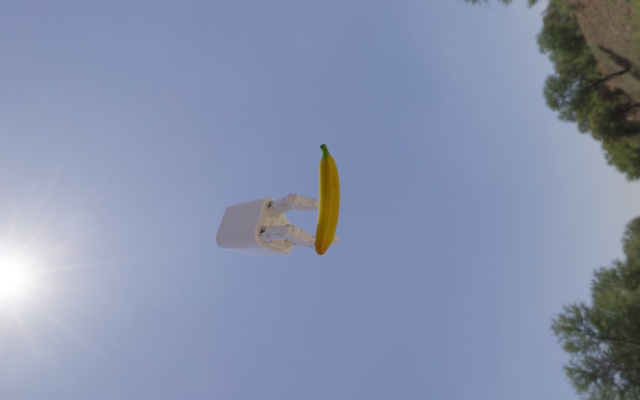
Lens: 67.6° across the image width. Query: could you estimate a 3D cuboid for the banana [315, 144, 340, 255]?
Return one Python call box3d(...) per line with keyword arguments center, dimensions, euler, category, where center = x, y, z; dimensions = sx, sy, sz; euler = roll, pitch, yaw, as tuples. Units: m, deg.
box3d(center=(0.010, 0.002, 0.870), dimensions=(0.037, 0.197, 0.069), euler=(-5, -11, 30), category="banana")
